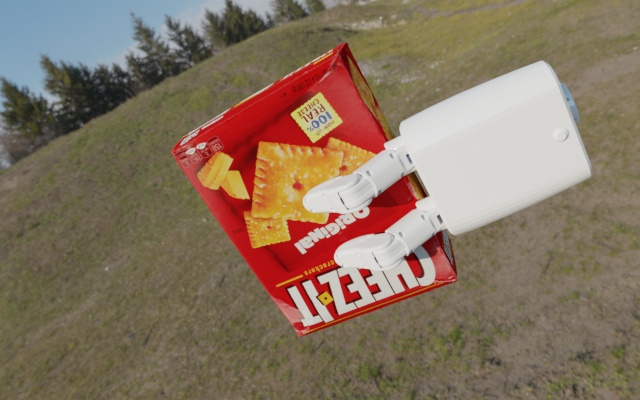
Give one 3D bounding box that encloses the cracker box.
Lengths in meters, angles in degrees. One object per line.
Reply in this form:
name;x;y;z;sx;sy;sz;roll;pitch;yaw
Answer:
cracker box;0.000;0.001;0.418;0.164;0.214;0.072;-25;19;20
